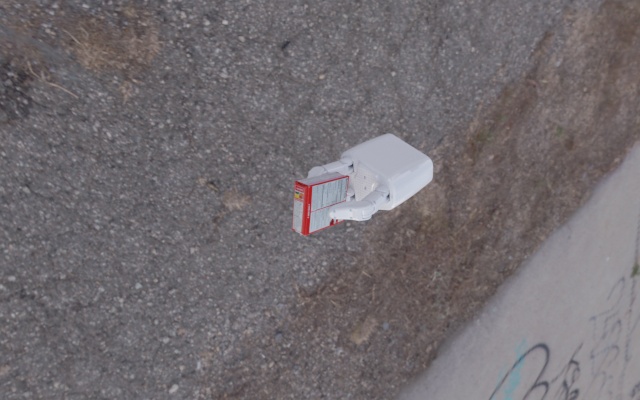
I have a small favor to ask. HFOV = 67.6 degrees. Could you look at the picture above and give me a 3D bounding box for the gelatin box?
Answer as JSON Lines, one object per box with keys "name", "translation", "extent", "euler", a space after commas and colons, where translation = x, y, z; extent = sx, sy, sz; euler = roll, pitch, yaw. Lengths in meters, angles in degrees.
{"name": "gelatin box", "translation": [0.000, 0.002, 0.680], "extent": [0.030, 0.073, 0.089], "euler": [21, 26, 37]}
